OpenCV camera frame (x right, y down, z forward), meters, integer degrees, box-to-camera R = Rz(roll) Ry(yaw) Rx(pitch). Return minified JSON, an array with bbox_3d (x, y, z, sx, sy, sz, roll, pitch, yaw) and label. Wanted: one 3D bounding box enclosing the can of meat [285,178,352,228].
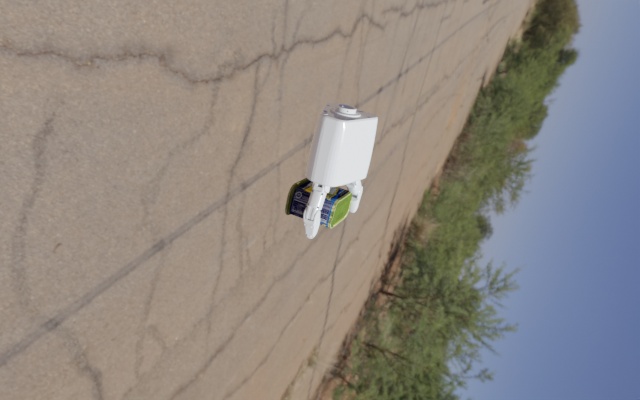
[{"bbox_3d":[0.000,0.003,0.819,0.084,0.057,0.102,19,20,17],"label":"can of meat"}]
